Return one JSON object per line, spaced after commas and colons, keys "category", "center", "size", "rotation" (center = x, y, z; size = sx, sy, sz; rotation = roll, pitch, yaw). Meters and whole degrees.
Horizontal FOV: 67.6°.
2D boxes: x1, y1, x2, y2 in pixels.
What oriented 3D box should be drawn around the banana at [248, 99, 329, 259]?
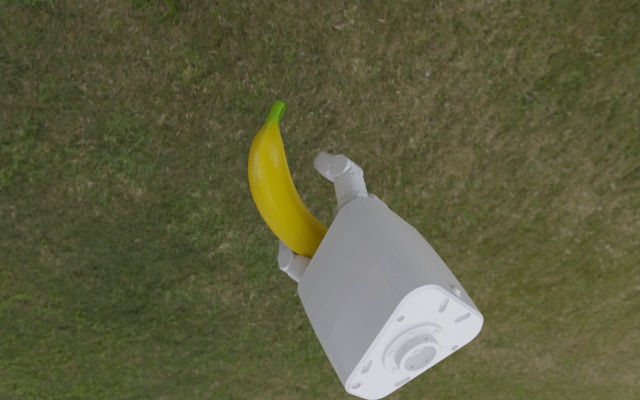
{"category": "banana", "center": [-0.016, 0.009, 0.441], "size": [0.069, 0.198, 0.037], "rotation": [-34, 35, -10]}
